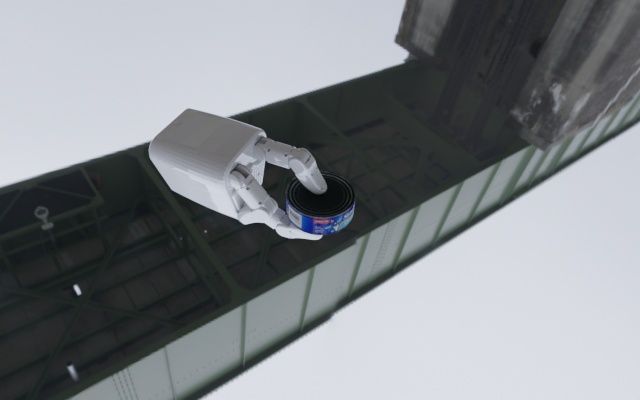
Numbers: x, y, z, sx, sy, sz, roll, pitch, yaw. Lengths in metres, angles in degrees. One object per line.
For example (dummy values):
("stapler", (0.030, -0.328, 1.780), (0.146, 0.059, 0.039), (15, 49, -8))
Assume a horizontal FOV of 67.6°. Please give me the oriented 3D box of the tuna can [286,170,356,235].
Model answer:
("tuna can", (0.000, 0.002, 0.589), (0.086, 0.034, 0.086), (2, 43, -2))
